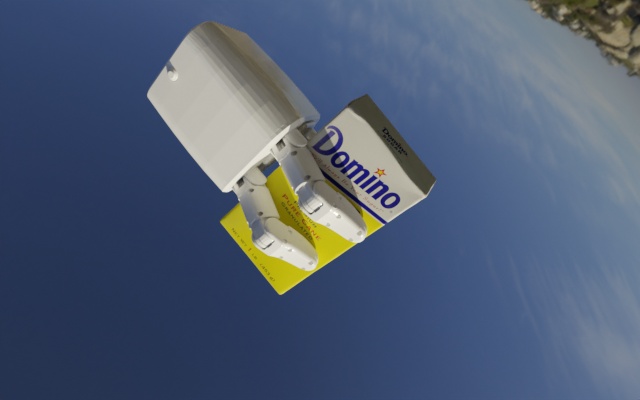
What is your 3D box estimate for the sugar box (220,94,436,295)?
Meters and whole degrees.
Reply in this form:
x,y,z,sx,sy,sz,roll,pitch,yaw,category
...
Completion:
x,y,z,sx,sy,sz,roll,pitch,yaw,category
0.000,0.001,0.412,0.176,0.093,0.048,-39,2,34,sugar box
